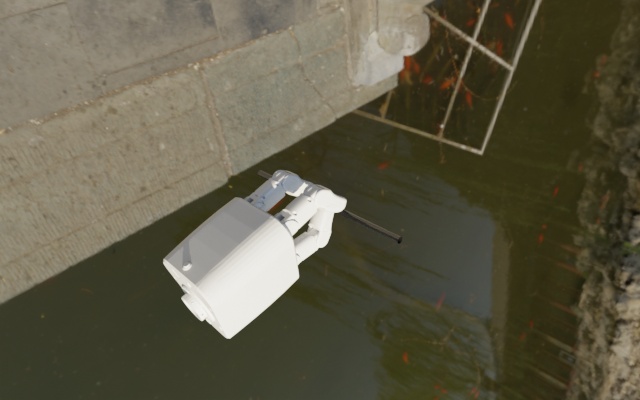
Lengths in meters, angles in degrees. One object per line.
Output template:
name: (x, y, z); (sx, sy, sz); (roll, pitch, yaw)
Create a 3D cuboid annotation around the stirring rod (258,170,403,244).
stirring rod: (0.000, 0.002, 0.573); (0.011, 0.011, 0.239); (0, 19, -47)
